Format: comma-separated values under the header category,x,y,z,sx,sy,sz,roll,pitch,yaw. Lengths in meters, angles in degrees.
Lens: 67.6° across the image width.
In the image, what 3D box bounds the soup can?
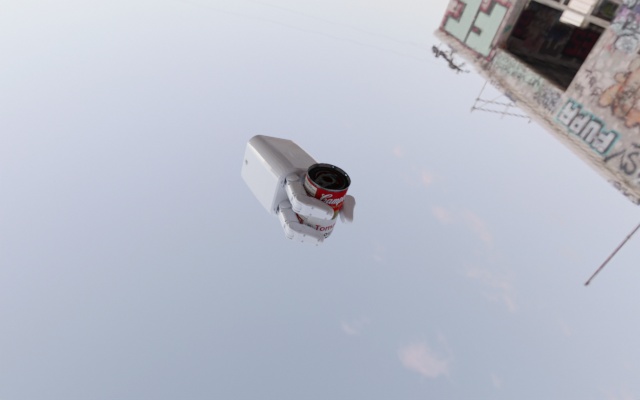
category,x,y,z,sx,sy,sz,roll,pitch,yaw
soup can,0.000,0.003,0.741,0.068,0.102,0.068,12,37,-9
